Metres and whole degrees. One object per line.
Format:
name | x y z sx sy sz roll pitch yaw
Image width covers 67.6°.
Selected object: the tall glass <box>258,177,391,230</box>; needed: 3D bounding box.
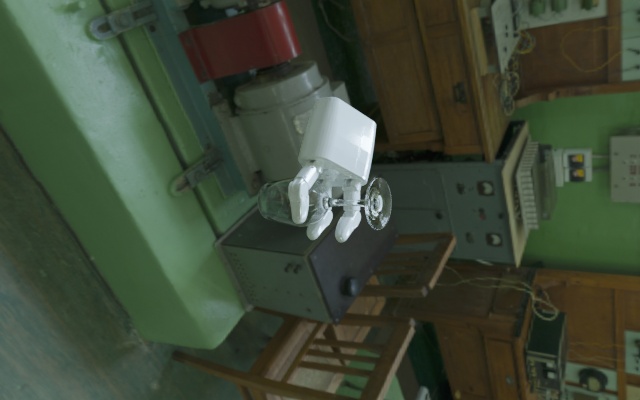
tall glass | 0.001 0.002 0.718 0.201 0.079 0.079 1 0 35
